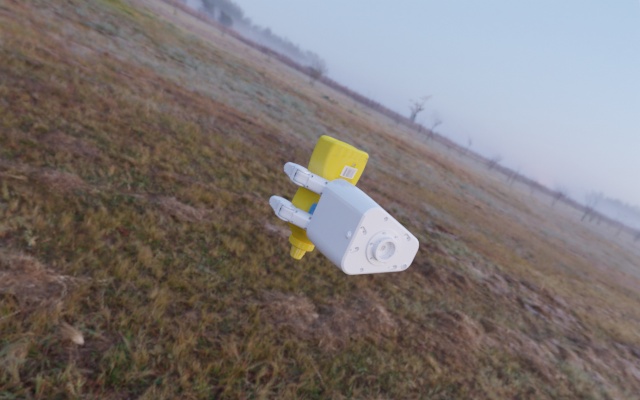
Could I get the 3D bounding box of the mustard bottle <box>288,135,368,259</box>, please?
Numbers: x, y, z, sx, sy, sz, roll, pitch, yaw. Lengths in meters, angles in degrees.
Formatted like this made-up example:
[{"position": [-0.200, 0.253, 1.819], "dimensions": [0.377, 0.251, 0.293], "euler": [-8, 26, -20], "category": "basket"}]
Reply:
[{"position": [0.000, 0.002, 0.727], "dimensions": [0.058, 0.191, 0.096], "euler": [31, 12, 35], "category": "mustard bottle"}]
